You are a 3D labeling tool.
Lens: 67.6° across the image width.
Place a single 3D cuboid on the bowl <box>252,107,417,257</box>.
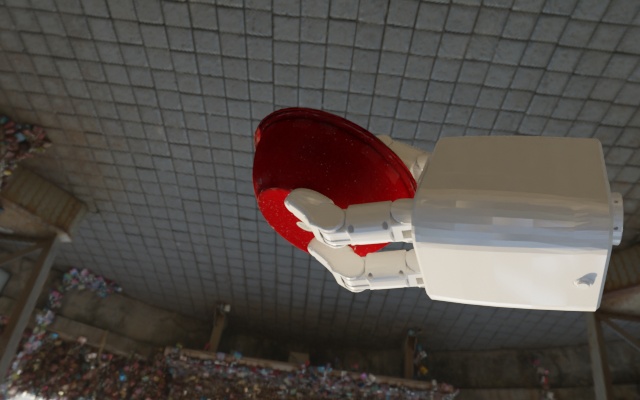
[{"bbox_3d":[-0.001,0.002,0.404,0.162,0.055,0.162,24,-30,15],"label":"bowl"}]
